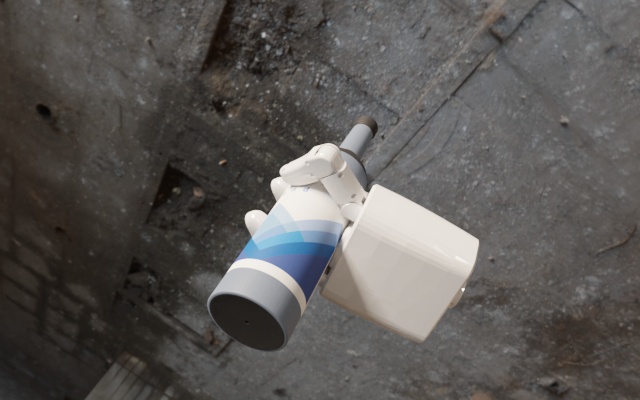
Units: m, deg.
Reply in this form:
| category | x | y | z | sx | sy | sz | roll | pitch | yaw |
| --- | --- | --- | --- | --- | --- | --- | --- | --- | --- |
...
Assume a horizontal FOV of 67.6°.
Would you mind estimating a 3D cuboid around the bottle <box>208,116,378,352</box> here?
| category | x | y | z | sx | sy | sz | roll | pitch | yaw |
| --- | --- | --- | --- | --- | --- | --- | --- | --- | --- |
| bottle | 0.000 | 0.002 | 0.453 | 0.069 | 0.069 | 0.295 | 0 | 37 | 28 |
